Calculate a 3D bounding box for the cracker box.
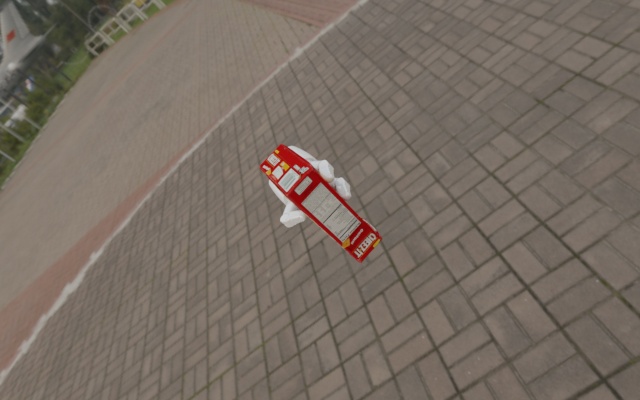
[{"bbox_3d":[0.000,0.003,0.892,0.214,0.072,0.164,44,-1,-31],"label":"cracker box"}]
